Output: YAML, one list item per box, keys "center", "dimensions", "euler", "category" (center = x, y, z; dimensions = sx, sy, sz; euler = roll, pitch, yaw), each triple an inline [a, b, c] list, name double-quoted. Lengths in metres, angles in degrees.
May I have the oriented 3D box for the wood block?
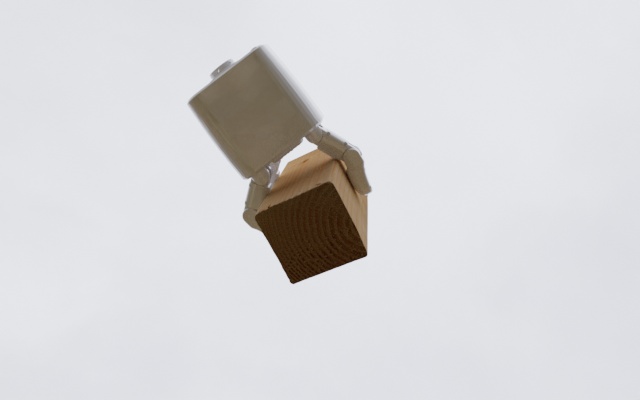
- center: [0.000, 0.001, 0.576]
  dimensions: [0.091, 0.090, 0.206]
  euler: [-23, 16, 13]
  category: "wood block"
